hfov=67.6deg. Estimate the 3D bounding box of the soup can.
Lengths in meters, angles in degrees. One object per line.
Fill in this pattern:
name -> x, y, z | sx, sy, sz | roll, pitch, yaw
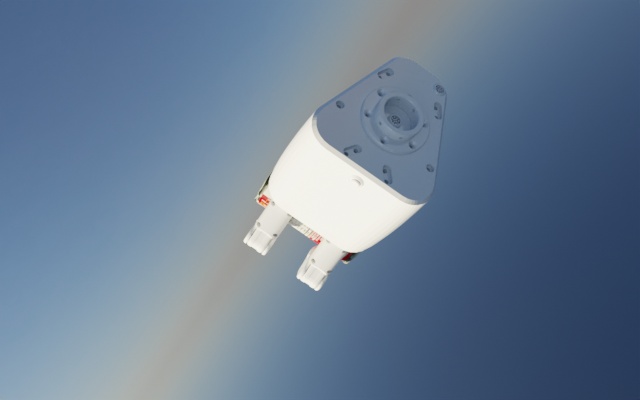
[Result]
soup can -> 0.000, 0.001, 0.436 | 0.102, 0.068, 0.068 | 35, -3, -4
